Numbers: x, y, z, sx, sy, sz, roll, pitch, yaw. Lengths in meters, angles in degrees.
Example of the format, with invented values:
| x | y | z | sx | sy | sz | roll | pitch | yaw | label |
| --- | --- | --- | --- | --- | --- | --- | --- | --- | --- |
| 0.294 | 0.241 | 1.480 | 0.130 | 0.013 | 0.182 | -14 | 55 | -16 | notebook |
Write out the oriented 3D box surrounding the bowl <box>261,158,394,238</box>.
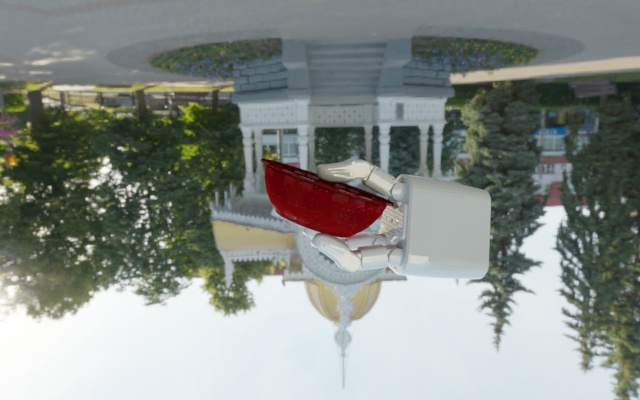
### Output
| x | y | z | sx | sy | sz | roll | pitch | yaw | label |
| --- | --- | --- | --- | --- | --- | --- | --- | --- | --- |
| -0.001 | 0.002 | 0.552 | 0.162 | 0.055 | 0.162 | 19 | 5 | -2 | bowl |
